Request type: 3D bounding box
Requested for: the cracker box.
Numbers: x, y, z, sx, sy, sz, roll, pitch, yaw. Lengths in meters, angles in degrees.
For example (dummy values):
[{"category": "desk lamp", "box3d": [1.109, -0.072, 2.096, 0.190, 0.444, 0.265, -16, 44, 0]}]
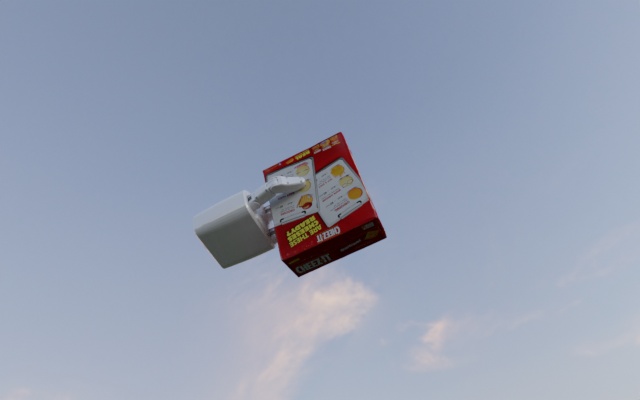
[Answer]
[{"category": "cracker box", "box3d": [0.000, 0.002, 0.814, 0.164, 0.213, 0.072, -25, -43, 8]}]
